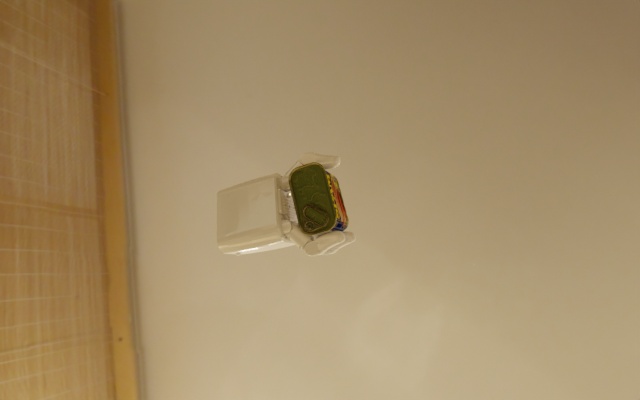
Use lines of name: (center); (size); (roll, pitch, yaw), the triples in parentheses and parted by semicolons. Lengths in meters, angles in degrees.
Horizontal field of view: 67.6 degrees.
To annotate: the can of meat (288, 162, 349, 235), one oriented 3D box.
can of meat: (0.000, 0.002, 0.714); (0.057, 0.102, 0.084); (-17, -12, 15)
